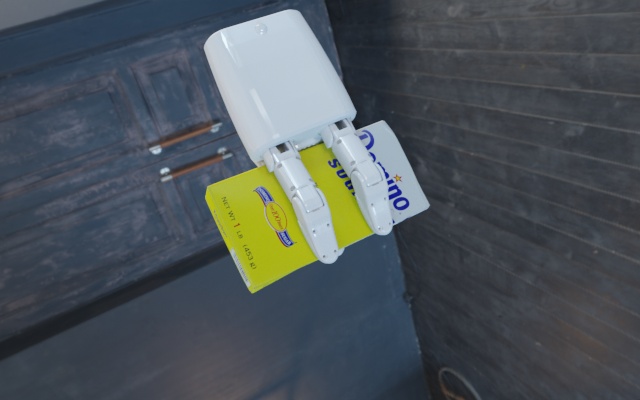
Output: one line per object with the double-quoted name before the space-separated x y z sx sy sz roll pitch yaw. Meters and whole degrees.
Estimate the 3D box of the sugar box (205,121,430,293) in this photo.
"sugar box" 0.000 0.001 0.419 0.176 0.093 0.048 -24 -6 -18
